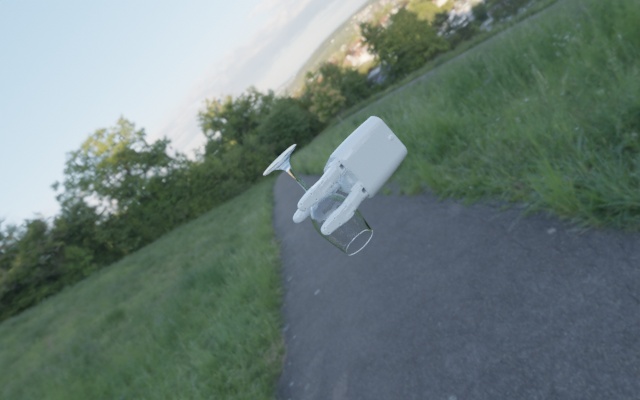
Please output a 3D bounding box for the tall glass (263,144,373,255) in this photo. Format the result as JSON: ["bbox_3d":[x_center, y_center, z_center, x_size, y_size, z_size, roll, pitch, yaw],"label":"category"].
[{"bbox_3d":[0.000,0.002,0.804,0.079,0.201,0.079,-41,13,11],"label":"tall glass"}]
